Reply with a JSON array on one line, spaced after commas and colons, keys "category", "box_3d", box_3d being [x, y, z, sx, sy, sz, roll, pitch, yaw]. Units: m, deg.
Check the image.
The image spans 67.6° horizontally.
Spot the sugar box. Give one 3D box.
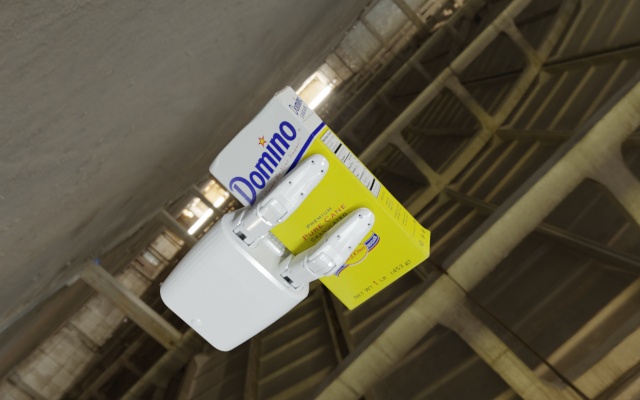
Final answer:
[{"category": "sugar box", "box_3d": [0.000, 0.002, 0.403, 0.093, 0.176, 0.048, -42, 11, 26]}]
